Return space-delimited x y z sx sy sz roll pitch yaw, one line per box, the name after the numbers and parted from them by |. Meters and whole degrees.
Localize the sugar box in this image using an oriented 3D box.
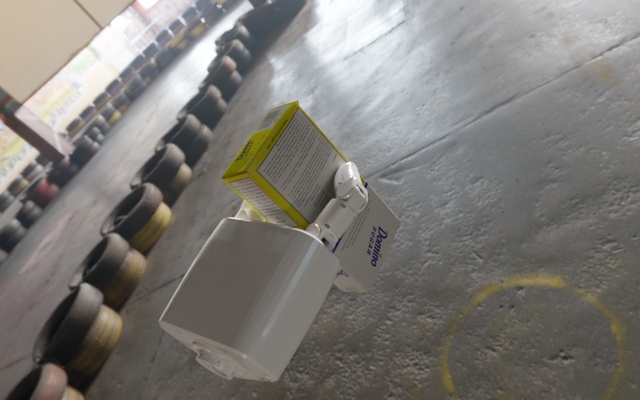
0.000 0.002 0.454 0.048 0.093 0.176 -7 -46 46 | sugar box
